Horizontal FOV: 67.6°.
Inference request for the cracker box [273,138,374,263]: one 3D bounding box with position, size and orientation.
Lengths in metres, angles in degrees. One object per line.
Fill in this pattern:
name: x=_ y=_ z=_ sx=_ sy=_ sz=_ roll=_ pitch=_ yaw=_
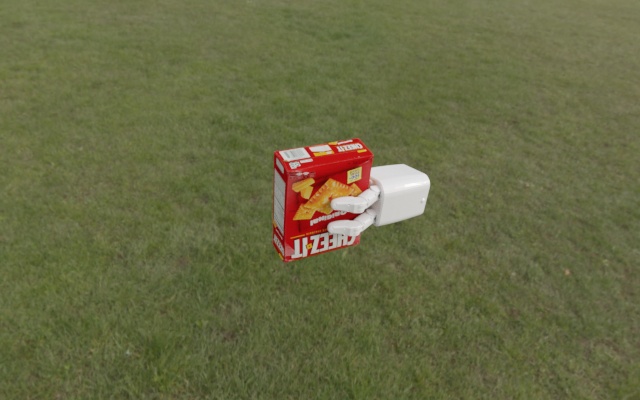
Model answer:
cracker box: x=0.000 y=0.003 z=0.878 sx=0.164 sy=0.214 sz=0.072 roll=-12 pitch=40 yaw=-21
